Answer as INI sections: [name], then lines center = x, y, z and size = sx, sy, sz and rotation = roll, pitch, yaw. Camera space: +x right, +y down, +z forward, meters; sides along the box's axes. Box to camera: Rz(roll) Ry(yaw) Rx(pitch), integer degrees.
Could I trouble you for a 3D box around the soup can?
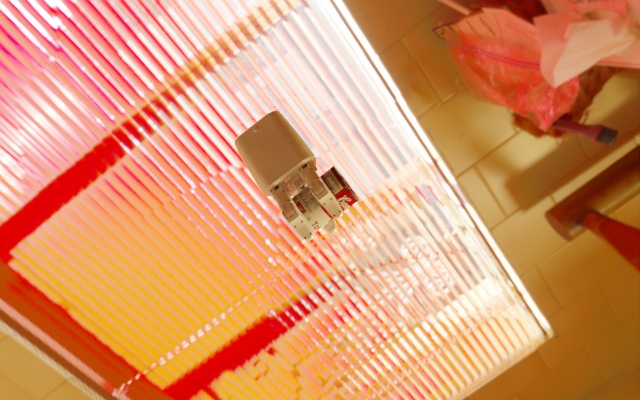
[soup can]
center = 0.000, 0.003, 0.745
size = 0.102, 0.068, 0.068
rotation = -37, -4, 6
